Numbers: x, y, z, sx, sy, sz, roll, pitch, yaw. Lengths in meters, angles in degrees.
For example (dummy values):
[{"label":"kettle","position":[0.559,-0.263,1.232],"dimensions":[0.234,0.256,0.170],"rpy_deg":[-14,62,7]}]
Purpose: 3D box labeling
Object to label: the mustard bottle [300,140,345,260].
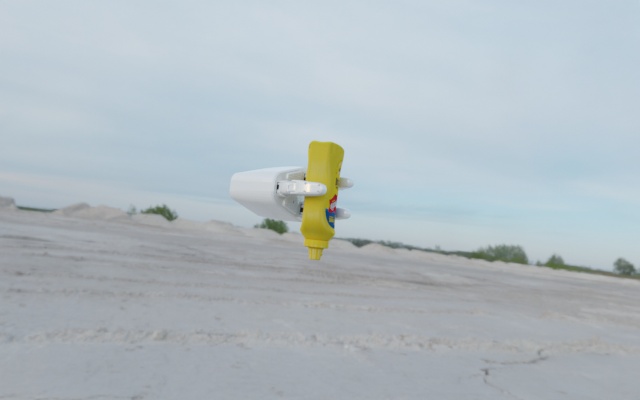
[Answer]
[{"label":"mustard bottle","position":[0.000,0.002,0.792],"dimensions":[0.058,0.191,0.096],"rpy_deg":[6,-5,11]}]
